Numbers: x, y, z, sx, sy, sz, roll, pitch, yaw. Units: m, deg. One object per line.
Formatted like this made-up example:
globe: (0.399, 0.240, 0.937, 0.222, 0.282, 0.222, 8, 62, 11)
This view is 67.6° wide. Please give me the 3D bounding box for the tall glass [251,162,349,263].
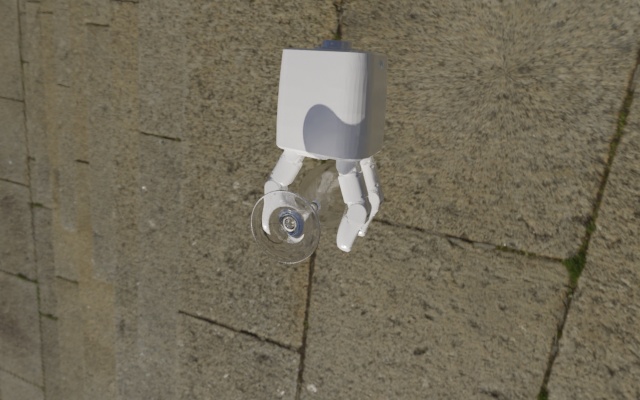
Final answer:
tall glass: (0.000, 0.002, 0.550, 0.079, 0.079, 0.201, 0, 14, 21)
